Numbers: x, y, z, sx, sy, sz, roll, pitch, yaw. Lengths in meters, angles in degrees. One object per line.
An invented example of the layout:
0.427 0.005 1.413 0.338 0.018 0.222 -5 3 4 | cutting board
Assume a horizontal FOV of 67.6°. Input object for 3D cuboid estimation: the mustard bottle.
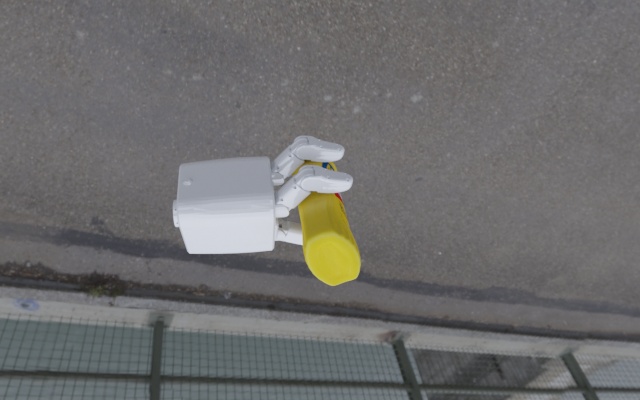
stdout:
0.000 0.002 0.583 0.058 0.191 0.096 -21 -46 8 | mustard bottle
